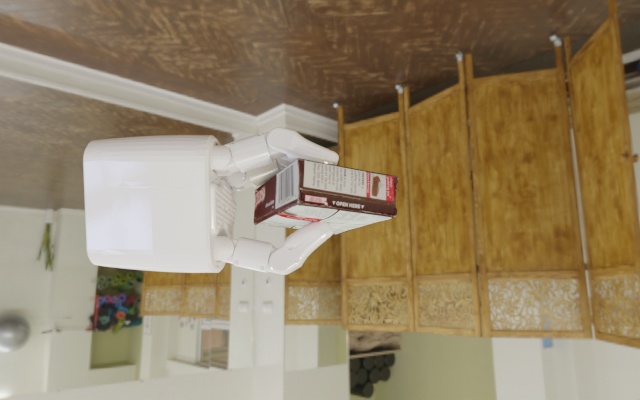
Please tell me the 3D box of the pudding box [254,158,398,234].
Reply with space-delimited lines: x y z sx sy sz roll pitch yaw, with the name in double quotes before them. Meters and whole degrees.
"pudding box" 0.000 0.002 0.416 0.090 0.039 0.113 8 -13 -23
